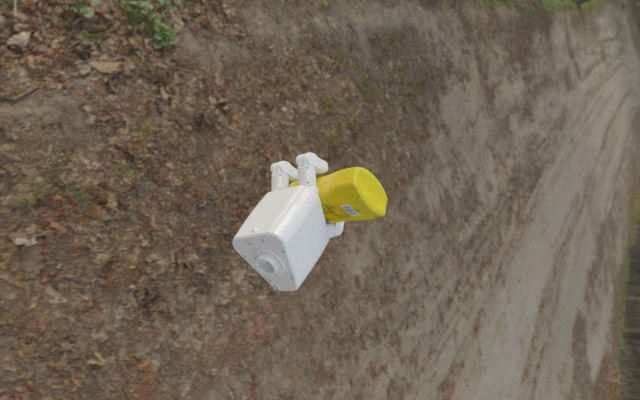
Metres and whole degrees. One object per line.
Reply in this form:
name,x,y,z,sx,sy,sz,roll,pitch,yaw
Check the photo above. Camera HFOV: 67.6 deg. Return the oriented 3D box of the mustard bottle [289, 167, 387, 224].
mustard bottle,0.000,0.002,0.747,0.191,0.058,0.096,-11,-35,35
